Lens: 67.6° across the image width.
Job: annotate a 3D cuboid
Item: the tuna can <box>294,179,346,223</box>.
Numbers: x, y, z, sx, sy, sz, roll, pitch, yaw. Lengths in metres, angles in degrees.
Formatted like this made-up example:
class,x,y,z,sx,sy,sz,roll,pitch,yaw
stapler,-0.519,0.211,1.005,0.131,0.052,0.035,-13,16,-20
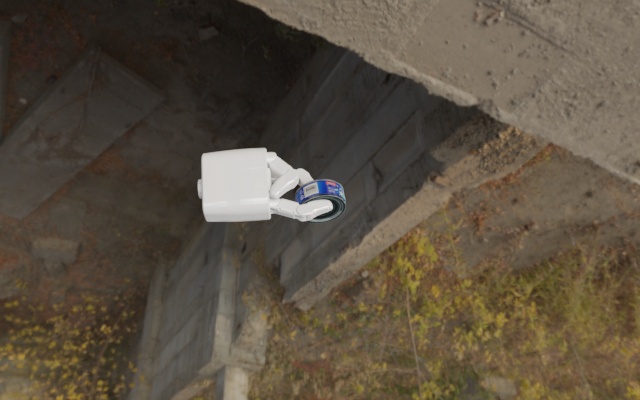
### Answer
class,x,y,z,sx,sy,sz,roll,pitch,yaw
tuna can,0.000,0.003,0.813,0.086,0.033,0.086,-7,-35,-5
